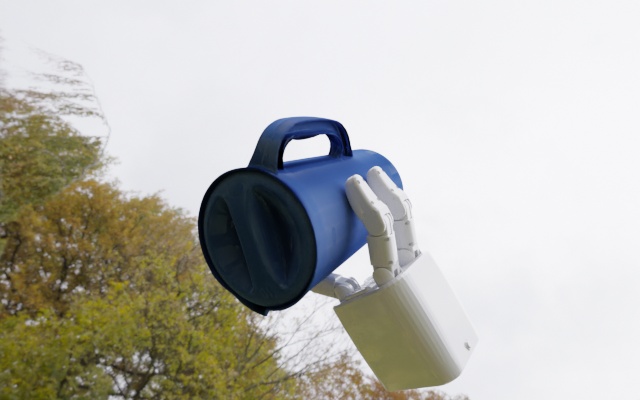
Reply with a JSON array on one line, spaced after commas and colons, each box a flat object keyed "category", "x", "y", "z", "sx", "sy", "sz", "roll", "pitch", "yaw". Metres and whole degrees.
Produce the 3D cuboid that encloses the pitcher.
[{"category": "pitcher", "x": 0.000, "y": 0.002, "z": 0.512, "sx": 0.149, "sy": 0.145, "sz": 0.243, "roll": -37, "pitch": -8, "yaw": 33}]
